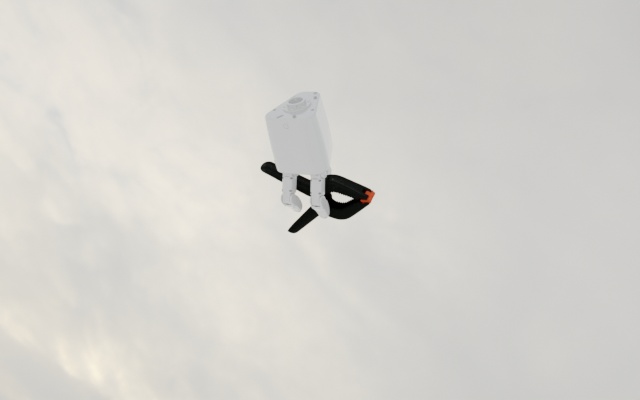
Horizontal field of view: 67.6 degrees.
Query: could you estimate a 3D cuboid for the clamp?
[{"bbox_3d":[0.001,0.002,0.885,0.210,0.165,0.036,5,40,24],"label":"clamp"}]
